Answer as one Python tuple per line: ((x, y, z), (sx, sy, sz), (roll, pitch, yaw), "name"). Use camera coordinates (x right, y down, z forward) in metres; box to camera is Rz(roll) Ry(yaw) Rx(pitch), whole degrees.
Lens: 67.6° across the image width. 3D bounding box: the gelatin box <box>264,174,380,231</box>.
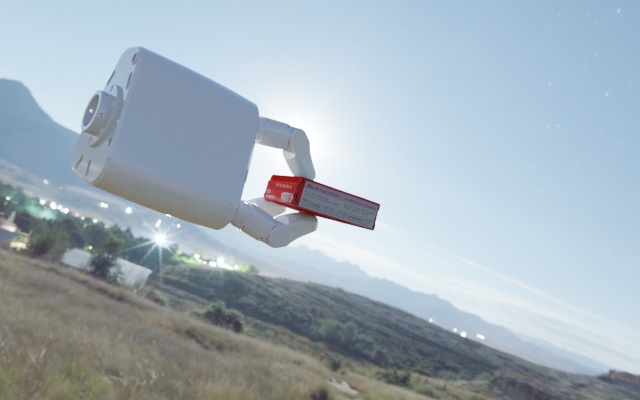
((0.000, 0.001, 0.458), (0.089, 0.030, 0.073), (17, -3, -28), "gelatin box")
